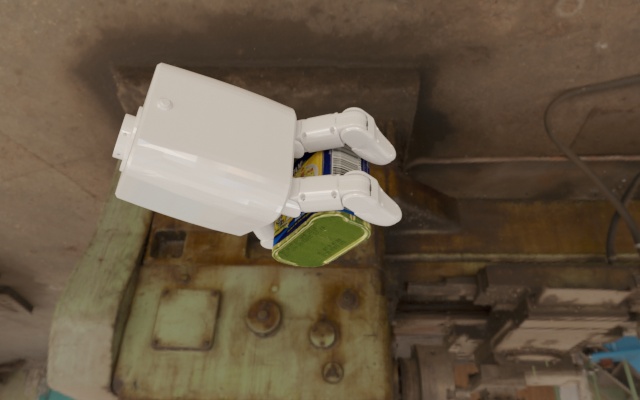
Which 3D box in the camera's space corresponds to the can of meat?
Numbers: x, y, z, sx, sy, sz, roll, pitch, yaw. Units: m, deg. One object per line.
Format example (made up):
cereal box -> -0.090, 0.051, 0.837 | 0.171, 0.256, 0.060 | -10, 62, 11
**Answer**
can of meat -> 0.000, 0.002, 0.408 | 0.057, 0.084, 0.102 | 19, -36, -25
